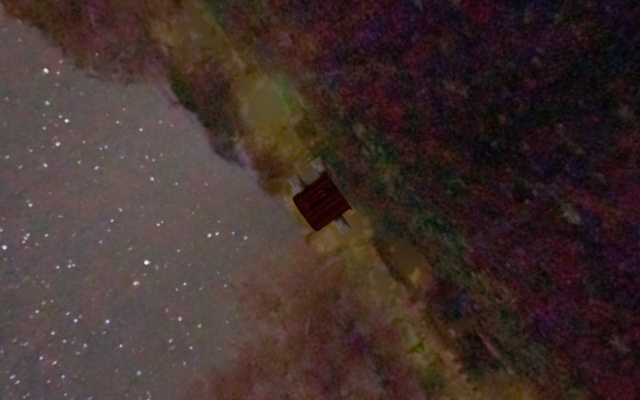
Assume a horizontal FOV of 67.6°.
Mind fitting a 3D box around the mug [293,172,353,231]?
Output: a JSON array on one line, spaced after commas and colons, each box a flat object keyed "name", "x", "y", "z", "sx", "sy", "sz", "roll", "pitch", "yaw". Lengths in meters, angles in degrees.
[{"name": "mug", "x": 0.000, "y": 0.003, "z": 0.889, "sx": 0.081, "sy": 0.093, "sz": 0.117, "roll": -36, "pitch": -8, "yaw": 2}]
